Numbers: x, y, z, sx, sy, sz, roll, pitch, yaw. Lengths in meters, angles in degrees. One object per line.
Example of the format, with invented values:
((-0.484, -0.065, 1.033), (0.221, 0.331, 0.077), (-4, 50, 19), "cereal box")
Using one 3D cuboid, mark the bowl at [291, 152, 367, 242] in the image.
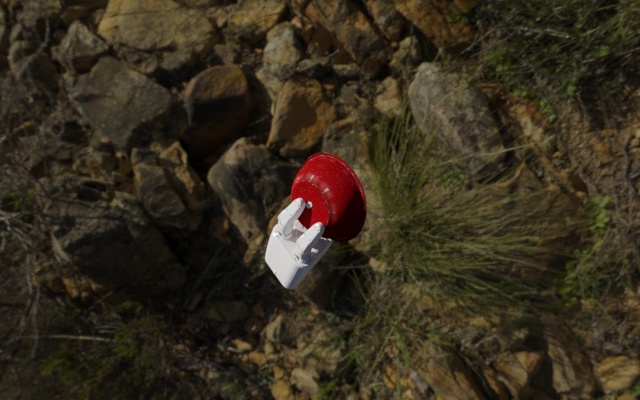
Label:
((0.000, 0.002, 0.810), (0.055, 0.162, 0.162), (-22, 15, -41), "bowl")
